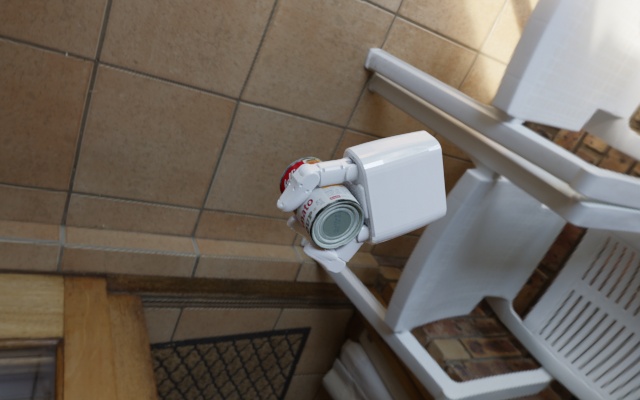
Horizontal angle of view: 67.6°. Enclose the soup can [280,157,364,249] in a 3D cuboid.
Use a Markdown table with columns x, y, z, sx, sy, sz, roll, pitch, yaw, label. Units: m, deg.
| x | y | z | sx | sy | sz | roll | pitch | yaw | label |
| --- | --- | --- | --- | --- | --- | --- | --- | --- | --- |
| 0.000 | 0.002 | 0.566 | 0.068 | 0.068 | 0.102 | 0 | 32 | -28 | soup can |
